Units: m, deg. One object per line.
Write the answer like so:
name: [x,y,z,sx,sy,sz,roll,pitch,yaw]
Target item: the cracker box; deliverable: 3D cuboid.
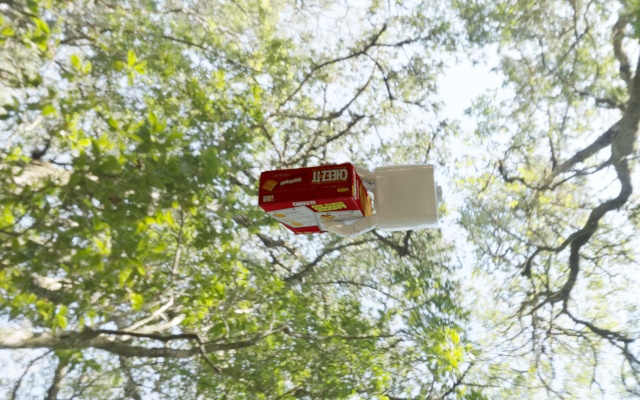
cracker box: [0.000,0.003,0.884,0.164,0.072,0.214,-5,-19,14]
